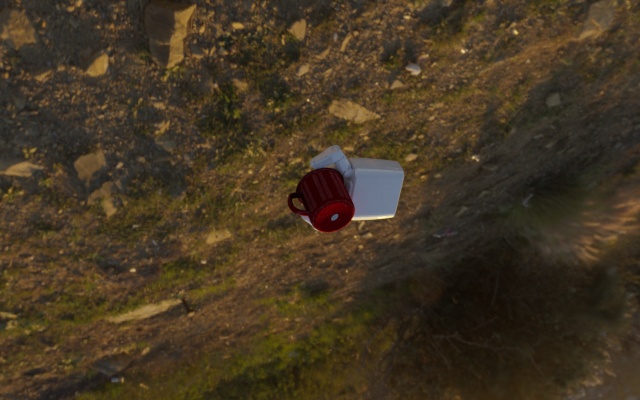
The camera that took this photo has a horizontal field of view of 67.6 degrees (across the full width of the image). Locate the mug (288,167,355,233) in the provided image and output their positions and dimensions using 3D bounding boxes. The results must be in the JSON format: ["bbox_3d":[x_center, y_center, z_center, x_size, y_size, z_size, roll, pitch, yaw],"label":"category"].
[{"bbox_3d":[-0.001,0.003,0.843,0.117,0.093,0.081,-3,42,-21],"label":"mug"}]
